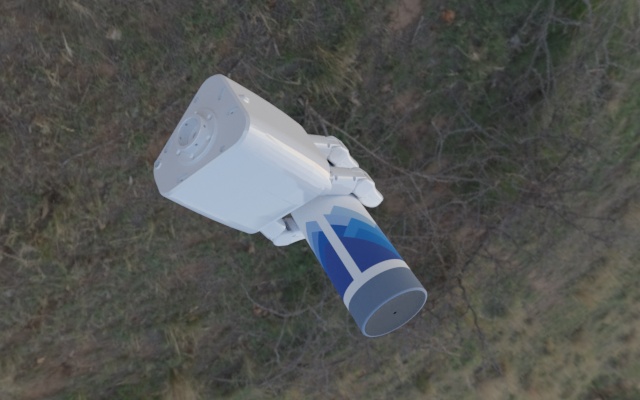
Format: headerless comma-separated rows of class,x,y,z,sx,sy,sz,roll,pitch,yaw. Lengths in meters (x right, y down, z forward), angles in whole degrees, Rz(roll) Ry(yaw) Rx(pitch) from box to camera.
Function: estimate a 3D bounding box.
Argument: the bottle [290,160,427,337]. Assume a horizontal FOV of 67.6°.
bottle,0.000,0.002,0.504,0.069,0.069,0.295,0,41,-36
